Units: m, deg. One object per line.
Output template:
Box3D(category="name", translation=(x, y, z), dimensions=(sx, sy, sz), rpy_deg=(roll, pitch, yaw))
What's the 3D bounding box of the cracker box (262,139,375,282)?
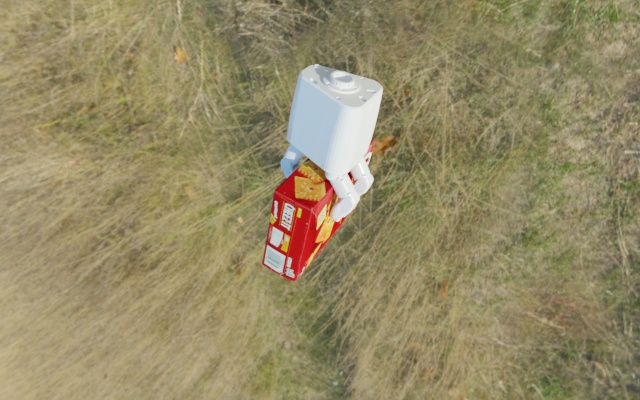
Box3D(category="cracker box", translation=(0.000, 0.003, 0.761), dimensions=(0.072, 0.164, 0.213), rpy_deg=(28, 44, 15))
